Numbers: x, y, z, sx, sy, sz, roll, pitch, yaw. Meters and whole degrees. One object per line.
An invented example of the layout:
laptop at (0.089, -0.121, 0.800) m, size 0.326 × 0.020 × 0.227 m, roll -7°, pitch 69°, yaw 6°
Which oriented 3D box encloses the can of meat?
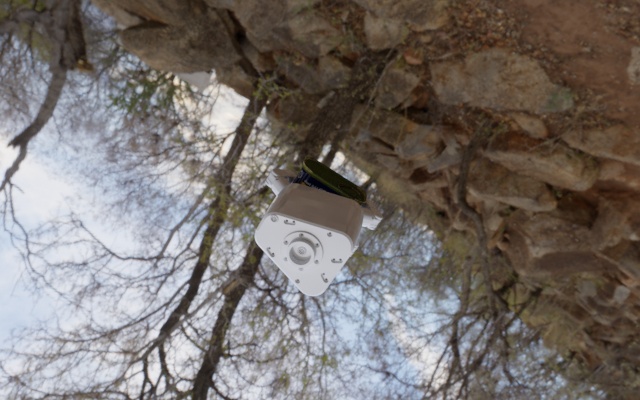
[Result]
can of meat at (0.000, 0.002, 0.675) m, size 0.102 × 0.084 × 0.057 m, roll 32°, pitch 20°, yaw -5°
